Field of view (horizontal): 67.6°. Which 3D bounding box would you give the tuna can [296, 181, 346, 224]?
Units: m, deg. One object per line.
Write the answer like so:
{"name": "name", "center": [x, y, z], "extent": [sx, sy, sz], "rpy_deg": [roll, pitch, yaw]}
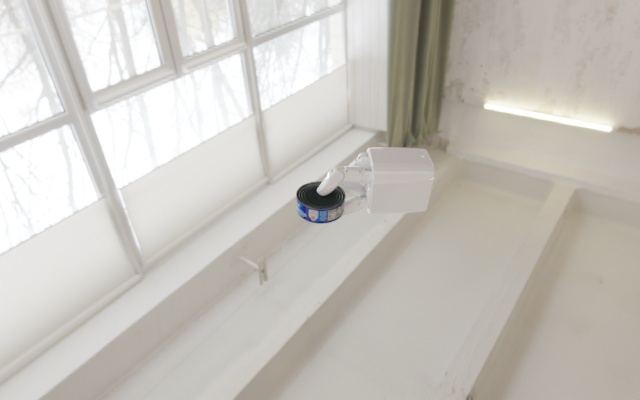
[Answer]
{"name": "tuna can", "center": [0.000, 0.003, 0.834], "extent": [0.086, 0.034, 0.086], "rpy_deg": [2, 35, -1]}
